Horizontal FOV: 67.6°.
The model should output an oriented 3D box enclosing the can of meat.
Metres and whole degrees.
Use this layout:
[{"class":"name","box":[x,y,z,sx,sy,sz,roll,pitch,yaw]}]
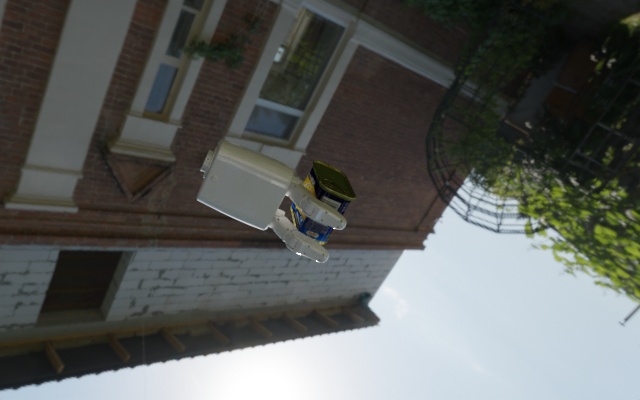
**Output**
[{"class":"can of meat","box":[0.000,0.003,0.689,0.057,0.084,0.102,22,21,-19]}]
